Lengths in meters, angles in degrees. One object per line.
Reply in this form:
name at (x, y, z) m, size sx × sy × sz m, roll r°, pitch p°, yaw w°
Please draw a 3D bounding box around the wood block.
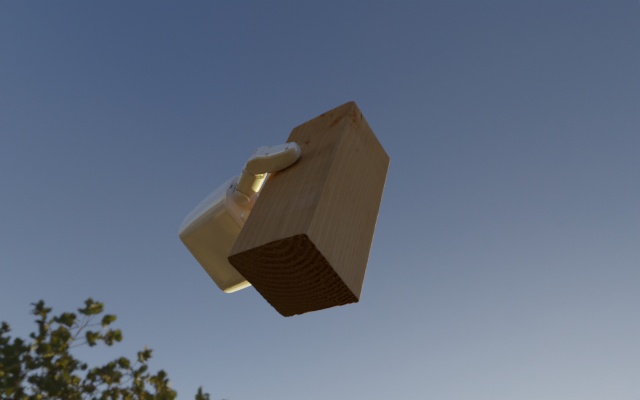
wood block at (0.000, 0.001, 0.485) m, size 0.090 × 0.091 × 0.206 m, roll -19°, pitch 33°, yaw 31°
